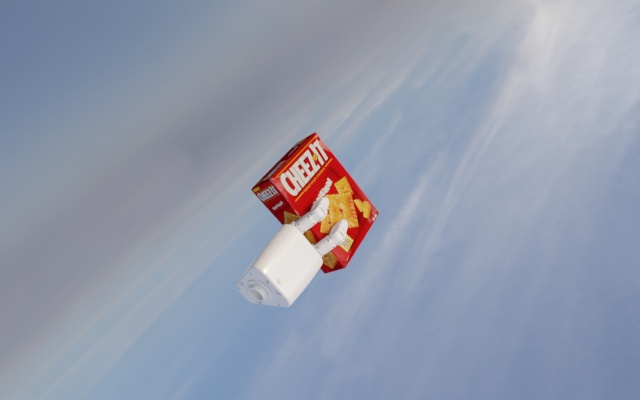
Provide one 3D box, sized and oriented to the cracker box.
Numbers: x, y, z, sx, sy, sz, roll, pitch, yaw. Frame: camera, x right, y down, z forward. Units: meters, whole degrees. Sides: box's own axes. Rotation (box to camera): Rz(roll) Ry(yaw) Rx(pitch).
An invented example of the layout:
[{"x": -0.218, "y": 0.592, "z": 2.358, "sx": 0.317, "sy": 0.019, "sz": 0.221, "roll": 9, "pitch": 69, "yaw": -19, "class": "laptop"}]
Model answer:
[{"x": 0.000, "y": 0.003, "z": 0.899, "sx": 0.072, "sy": 0.214, "sz": 0.164, "roll": -24, "pitch": 21, "yaw": 46, "class": "cracker box"}]
